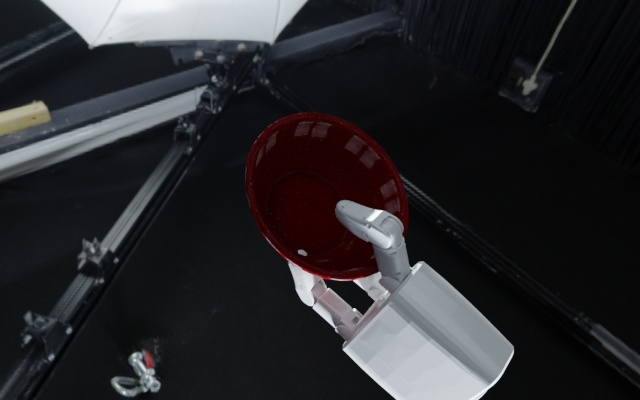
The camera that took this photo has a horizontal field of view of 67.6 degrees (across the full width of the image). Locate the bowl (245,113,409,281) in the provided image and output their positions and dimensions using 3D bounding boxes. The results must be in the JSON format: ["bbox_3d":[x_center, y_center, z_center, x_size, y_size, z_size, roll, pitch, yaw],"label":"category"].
[{"bbox_3d":[-0.001,0.000,0.444,0.162,0.162,0.055,0,-22,-28],"label":"bowl"}]
